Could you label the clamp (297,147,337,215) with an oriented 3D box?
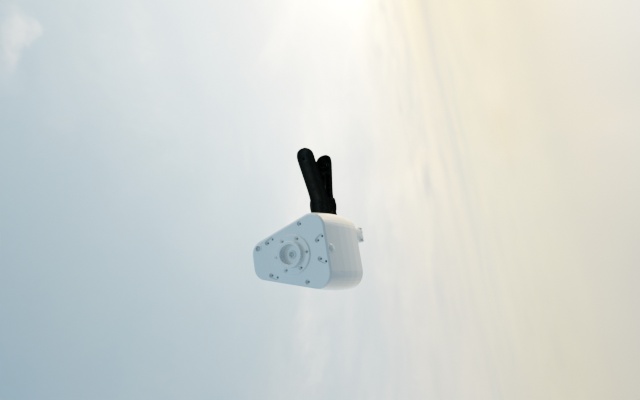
[{"bbox_3d":[0.000,0.003,0.706,0.039,0.171,0.120,-14,-13,21],"label":"clamp"}]
